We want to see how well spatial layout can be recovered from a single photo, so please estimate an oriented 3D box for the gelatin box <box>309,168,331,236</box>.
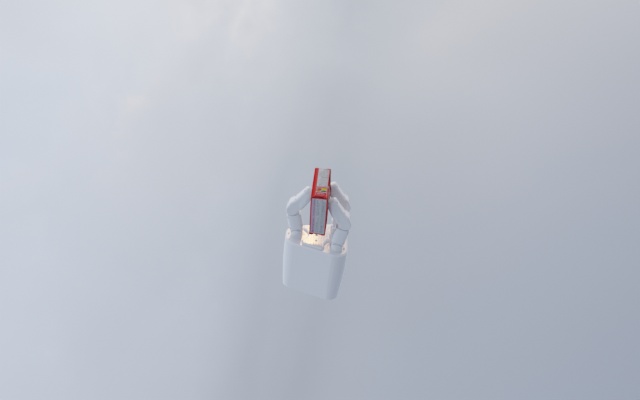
[{"bbox_3d":[0.000,0.002,0.790,0.030,0.089,0.073,5,43,3],"label":"gelatin box"}]
